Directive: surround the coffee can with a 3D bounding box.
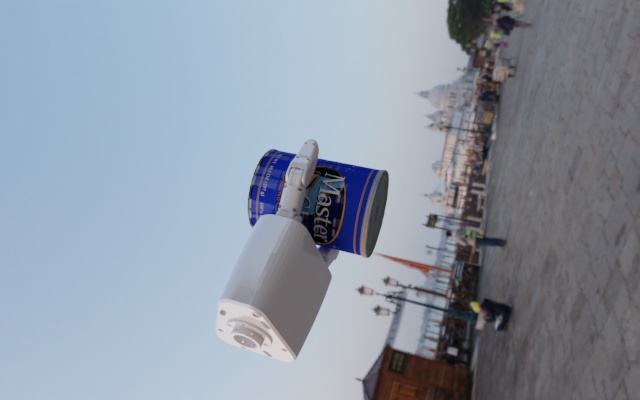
[{"bbox_3d":[0.000,0.002,0.562,0.140,0.103,0.103,12,3,15],"label":"coffee can"}]
